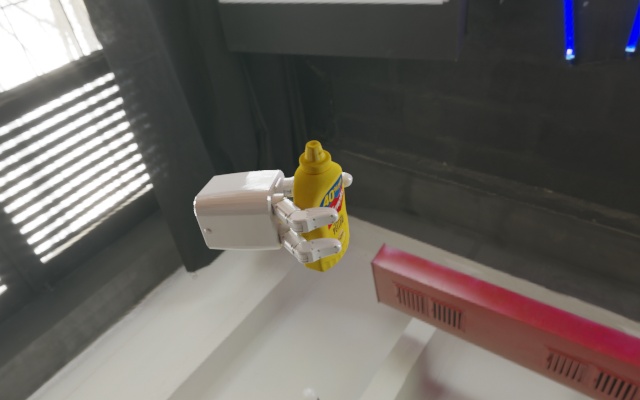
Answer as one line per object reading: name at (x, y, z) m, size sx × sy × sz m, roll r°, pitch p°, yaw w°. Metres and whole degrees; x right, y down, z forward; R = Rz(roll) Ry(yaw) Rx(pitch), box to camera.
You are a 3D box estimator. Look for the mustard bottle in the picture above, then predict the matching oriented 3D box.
mustard bottle at (0.000, 0.002, 0.661) m, size 0.058 × 0.192 × 0.096 m, roll 14°, pitch 44°, yaw 25°
